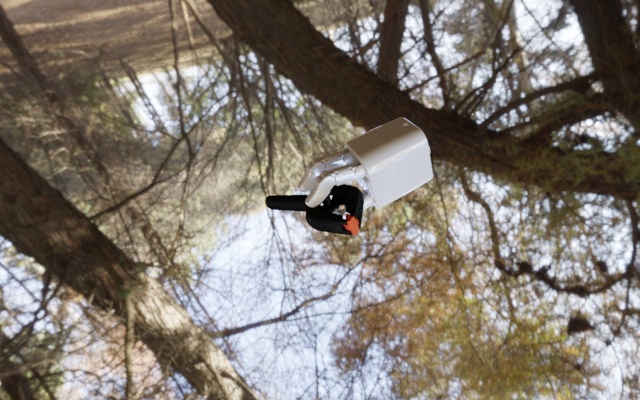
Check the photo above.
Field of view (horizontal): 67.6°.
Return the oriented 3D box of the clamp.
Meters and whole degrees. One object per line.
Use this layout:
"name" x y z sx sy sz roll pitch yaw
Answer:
"clamp" 0.001 0.003 0.757 0.164 0.036 0.210 -28 30 -2
